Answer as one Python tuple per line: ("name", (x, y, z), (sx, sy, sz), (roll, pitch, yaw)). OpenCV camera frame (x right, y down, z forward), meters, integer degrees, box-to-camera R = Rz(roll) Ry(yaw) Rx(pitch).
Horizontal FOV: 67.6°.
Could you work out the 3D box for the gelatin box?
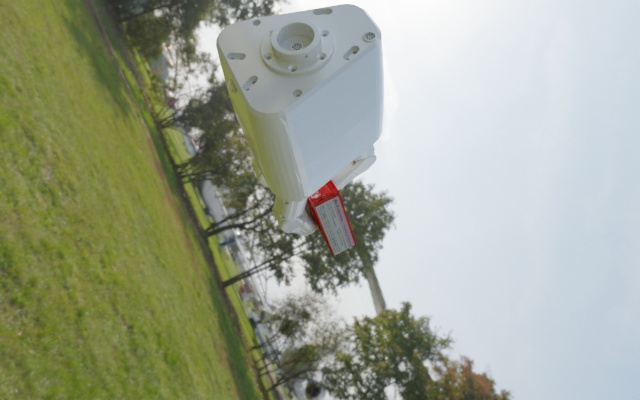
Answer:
("gelatin box", (0.001, 0.002, 0.470), (0.030, 0.073, 0.089), (-27, -40, -4))
